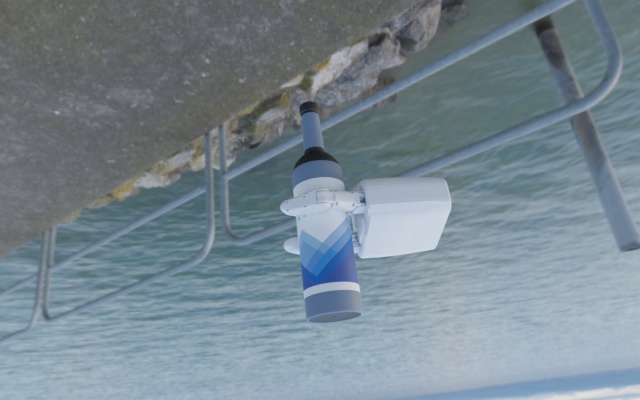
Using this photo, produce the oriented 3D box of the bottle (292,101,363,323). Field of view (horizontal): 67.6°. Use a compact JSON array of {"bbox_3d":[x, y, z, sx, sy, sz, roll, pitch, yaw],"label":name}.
[{"bbox_3d":[0.000,0.002,0.613,0.069,0.295,0.069,-6,-23,-3],"label":"bottle"}]
